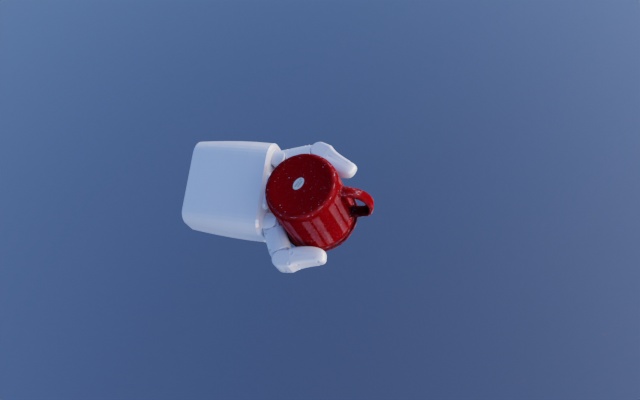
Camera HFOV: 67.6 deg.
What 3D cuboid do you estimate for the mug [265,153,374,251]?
[{"bbox_3d":[0.001,0.002,0.527,0.117,0.093,0.081,3,-24,18],"label":"mug"}]
